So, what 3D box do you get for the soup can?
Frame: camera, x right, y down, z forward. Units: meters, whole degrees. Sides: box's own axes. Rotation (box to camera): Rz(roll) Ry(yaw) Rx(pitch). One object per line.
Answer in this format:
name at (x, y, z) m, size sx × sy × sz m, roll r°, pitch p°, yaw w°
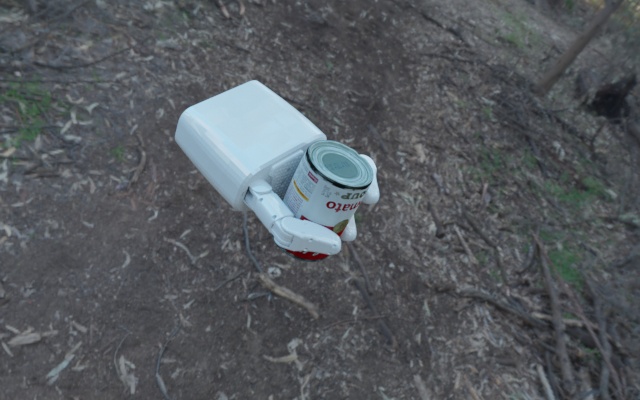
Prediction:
soup can at (0.000, 0.002, 0.459) m, size 0.068 × 0.102 × 0.068 m, roll 17°, pitch 38°, yaw -14°
